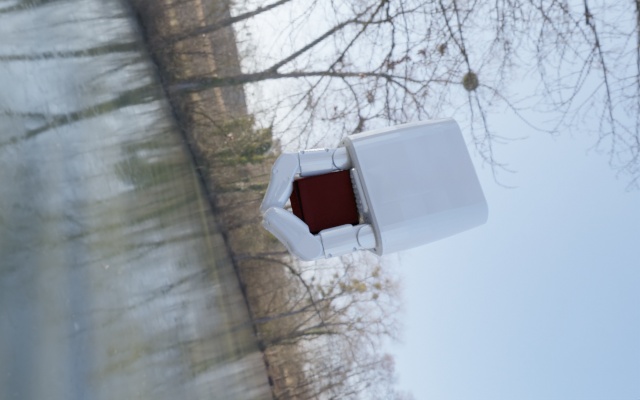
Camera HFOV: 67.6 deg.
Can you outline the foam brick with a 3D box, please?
[{"bbox_3d":[0.000,0.001,0.460,0.051,0.053,0.078,-13,4,-9],"label":"foam brick"}]
